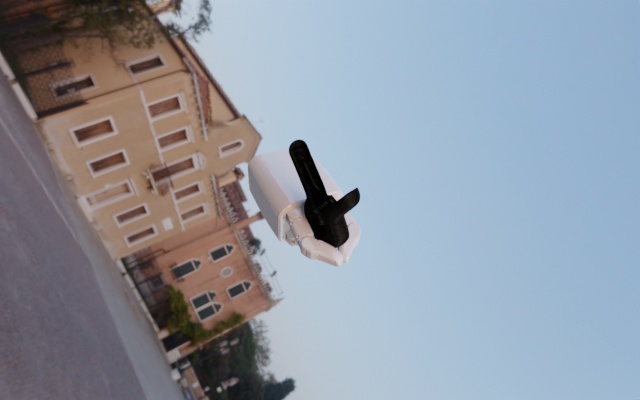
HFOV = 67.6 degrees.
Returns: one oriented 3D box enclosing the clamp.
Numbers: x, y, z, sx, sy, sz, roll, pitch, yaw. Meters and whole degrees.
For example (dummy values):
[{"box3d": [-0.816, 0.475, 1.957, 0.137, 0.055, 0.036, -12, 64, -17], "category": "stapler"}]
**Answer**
[{"box3d": [0.001, 0.002, 0.620, 0.039, 0.120, 0.172, -25, -28, -21], "category": "clamp"}]
